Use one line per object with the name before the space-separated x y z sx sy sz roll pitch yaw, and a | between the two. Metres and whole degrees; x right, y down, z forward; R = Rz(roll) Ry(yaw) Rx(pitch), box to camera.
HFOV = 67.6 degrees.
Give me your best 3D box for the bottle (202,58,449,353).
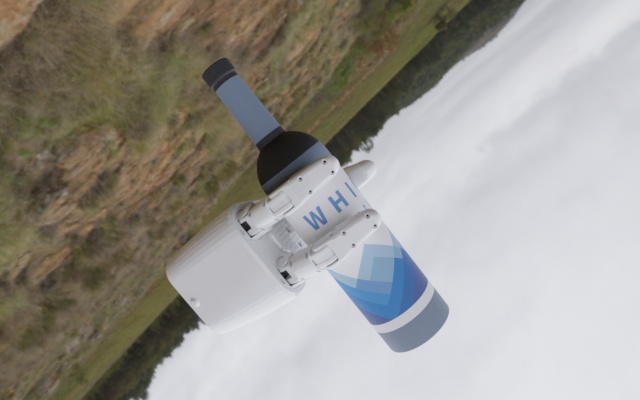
bottle | 0.000 0.002 0.423 0.069 0.296 0.069 -38 6 5
